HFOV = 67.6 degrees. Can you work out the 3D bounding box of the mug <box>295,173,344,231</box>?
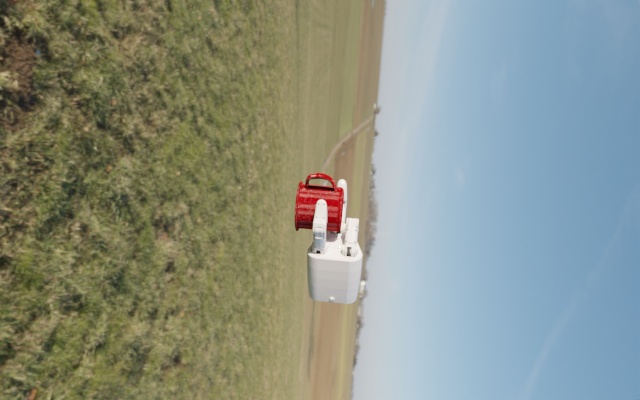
[{"bbox_3d":[0.000,0.002,0.867,0.081,0.117,0.093,5,30,5],"label":"mug"}]
